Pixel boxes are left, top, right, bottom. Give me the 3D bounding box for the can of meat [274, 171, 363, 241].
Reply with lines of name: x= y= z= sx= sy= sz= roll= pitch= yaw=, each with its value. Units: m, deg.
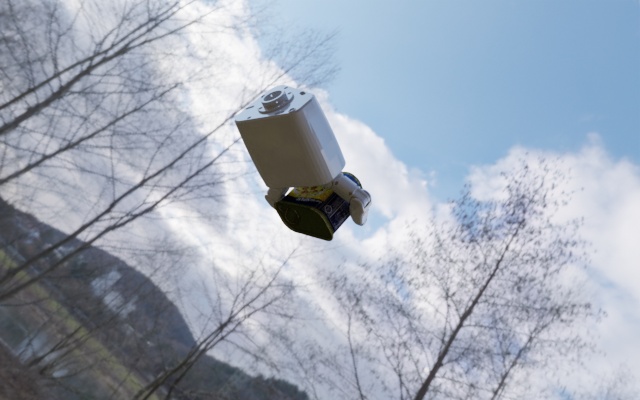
can of meat: x=0.000 y=0.002 z=0.666 sx=0.102 sy=0.057 sz=0.084 roll=10 pitch=47 yaw=46
